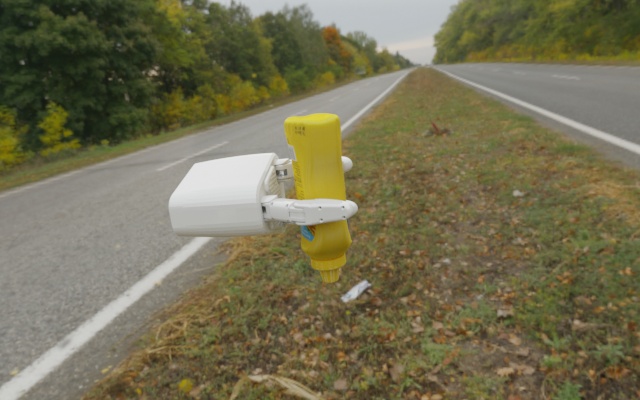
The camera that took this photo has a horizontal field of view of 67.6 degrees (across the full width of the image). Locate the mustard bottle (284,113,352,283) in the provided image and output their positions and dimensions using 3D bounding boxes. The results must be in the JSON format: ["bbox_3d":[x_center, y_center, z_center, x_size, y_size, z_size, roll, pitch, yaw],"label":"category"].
[{"bbox_3d":[0.000,0.001,0.536,0.058,0.192,0.096,-10,15,-13],"label":"mustard bottle"}]
